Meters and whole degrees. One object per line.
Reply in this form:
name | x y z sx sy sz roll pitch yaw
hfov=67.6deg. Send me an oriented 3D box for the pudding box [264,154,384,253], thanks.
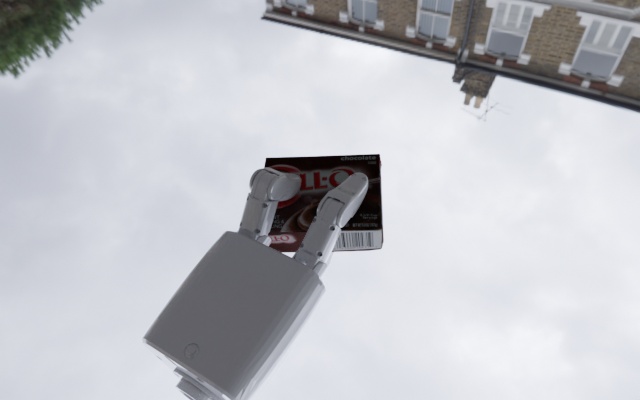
pudding box | 0.000 0.002 0.437 0.113 0.090 0.039 0 -39 5
